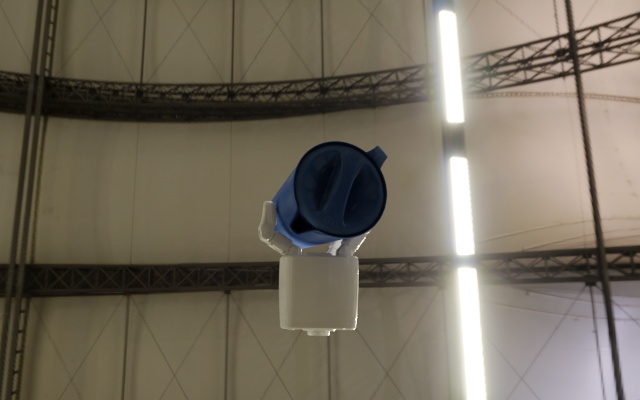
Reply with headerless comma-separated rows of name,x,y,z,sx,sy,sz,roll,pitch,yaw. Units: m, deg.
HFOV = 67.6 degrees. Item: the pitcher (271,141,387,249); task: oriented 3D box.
pitcher,0.000,0.003,0.740,0.149,0.145,0.243,5,-13,-18
